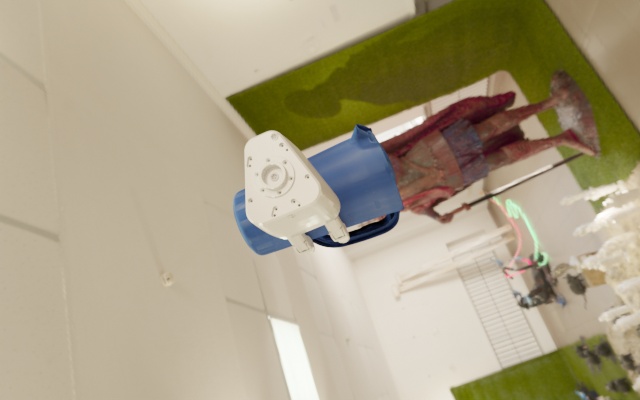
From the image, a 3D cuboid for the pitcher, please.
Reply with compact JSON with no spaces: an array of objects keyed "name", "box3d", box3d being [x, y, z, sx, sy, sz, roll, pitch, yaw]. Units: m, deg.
[{"name":"pitcher","box3d":[0.000,0.002,0.735,0.243,0.149,0.145,-22,-13,7]}]
